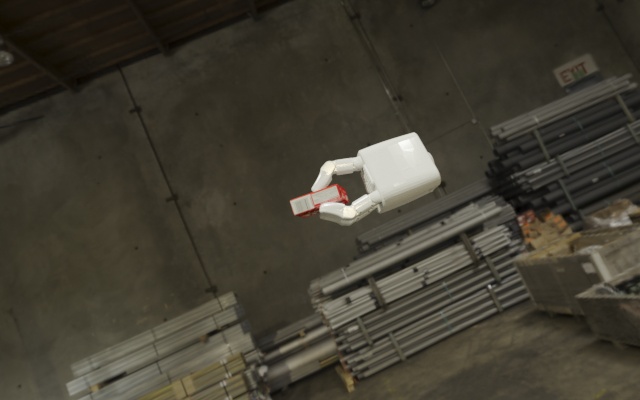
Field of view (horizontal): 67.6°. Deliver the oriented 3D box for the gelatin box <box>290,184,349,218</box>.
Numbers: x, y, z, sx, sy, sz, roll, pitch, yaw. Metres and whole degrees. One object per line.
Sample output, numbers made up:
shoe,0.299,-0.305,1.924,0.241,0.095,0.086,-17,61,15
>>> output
gelatin box,0.000,0.002,0.826,0.089,0.030,0.073,-19,-9,9
